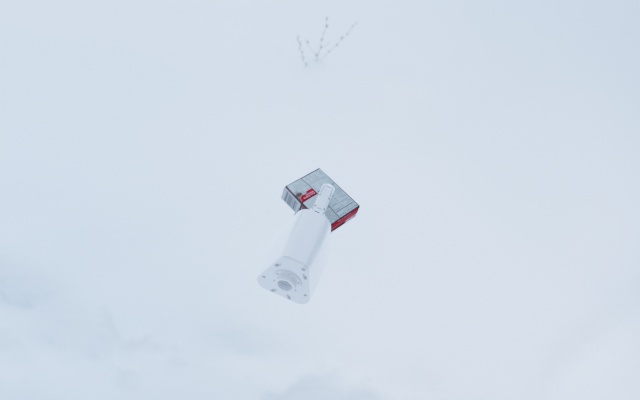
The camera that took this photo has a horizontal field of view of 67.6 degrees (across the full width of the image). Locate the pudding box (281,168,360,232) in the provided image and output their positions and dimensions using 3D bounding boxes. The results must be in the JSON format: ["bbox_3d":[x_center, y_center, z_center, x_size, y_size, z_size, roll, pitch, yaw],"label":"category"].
[{"bbox_3d":[0.000,0.003,0.855,0.090,0.113,0.039,-30,-23,-36],"label":"pudding box"}]
